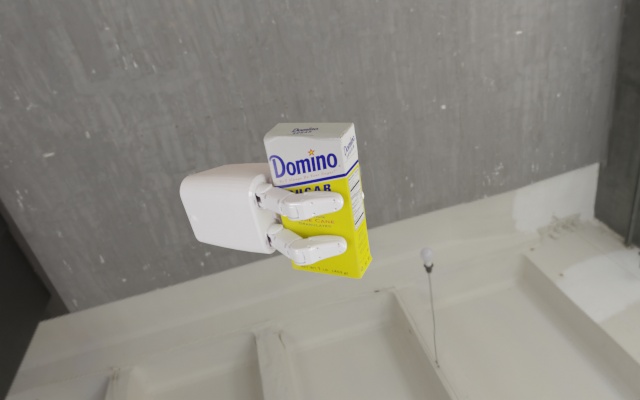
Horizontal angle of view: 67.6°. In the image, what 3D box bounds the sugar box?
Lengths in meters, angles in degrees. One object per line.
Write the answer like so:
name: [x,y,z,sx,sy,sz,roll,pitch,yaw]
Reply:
sugar box: [0.000,0.002,0.536,0.093,0.176,0.048,4,33,26]
